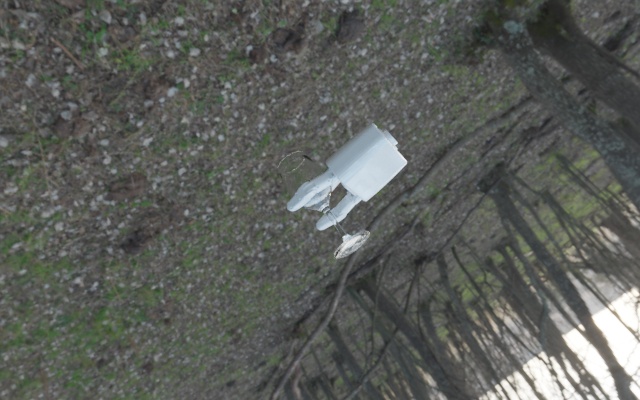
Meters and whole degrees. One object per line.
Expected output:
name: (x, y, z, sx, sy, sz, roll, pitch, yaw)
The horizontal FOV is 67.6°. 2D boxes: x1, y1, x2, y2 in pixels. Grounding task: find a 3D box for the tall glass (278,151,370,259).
tall glass: (0.000, 0.003, 0.855, 0.079, 0.201, 0.079, -30, -24, -15)
